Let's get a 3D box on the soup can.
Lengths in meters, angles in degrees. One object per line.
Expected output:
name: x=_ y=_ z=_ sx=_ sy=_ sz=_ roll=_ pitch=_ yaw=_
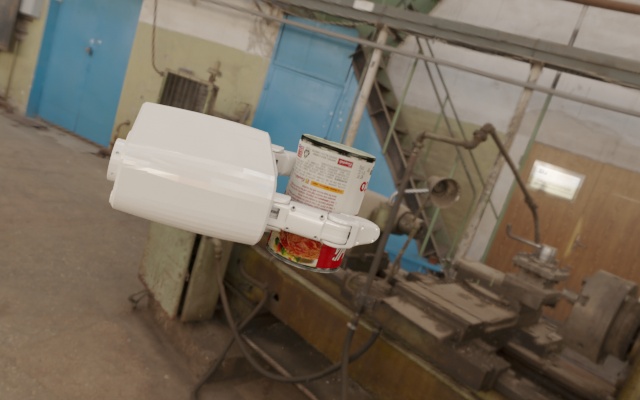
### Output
soup can: x=0.001 y=0.001 z=0.409 sx=0.068 sy=0.102 sz=0.068 roll=17 pitch=10 yaw=-3
